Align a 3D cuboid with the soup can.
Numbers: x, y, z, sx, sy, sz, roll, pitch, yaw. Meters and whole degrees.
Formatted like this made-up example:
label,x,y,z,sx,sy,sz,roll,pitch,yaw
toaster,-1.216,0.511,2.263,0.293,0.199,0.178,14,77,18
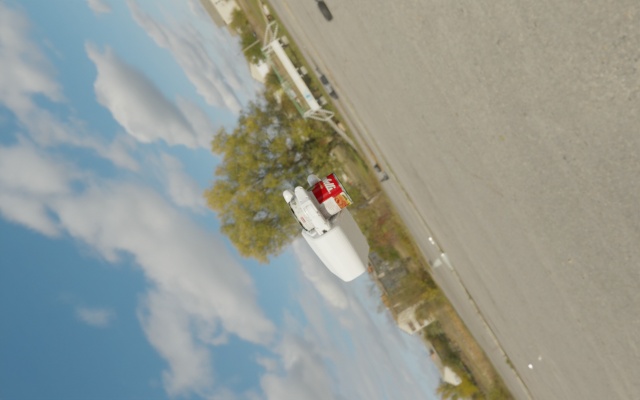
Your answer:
label,x,y,z,sx,sy,sz,roll,pitch,yaw
soup can,0.000,0.003,0.882,0.102,0.068,0.068,-33,-3,5
